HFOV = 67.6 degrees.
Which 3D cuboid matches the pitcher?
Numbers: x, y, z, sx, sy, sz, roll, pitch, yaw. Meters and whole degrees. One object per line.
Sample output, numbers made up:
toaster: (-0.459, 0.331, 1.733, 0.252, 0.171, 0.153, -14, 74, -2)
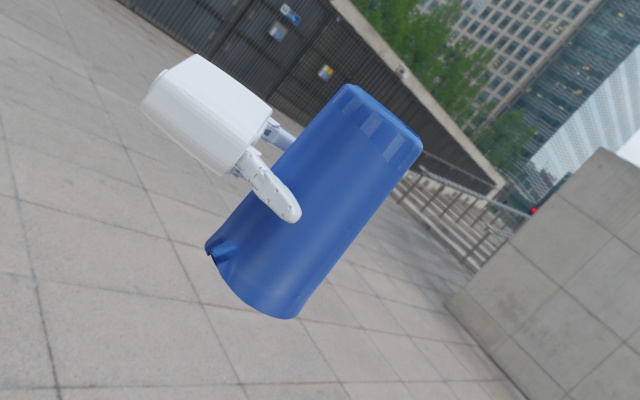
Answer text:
pitcher: (0.000, 0.002, 0.530, 0.145, 0.243, 0.149, 38, 12, -10)
